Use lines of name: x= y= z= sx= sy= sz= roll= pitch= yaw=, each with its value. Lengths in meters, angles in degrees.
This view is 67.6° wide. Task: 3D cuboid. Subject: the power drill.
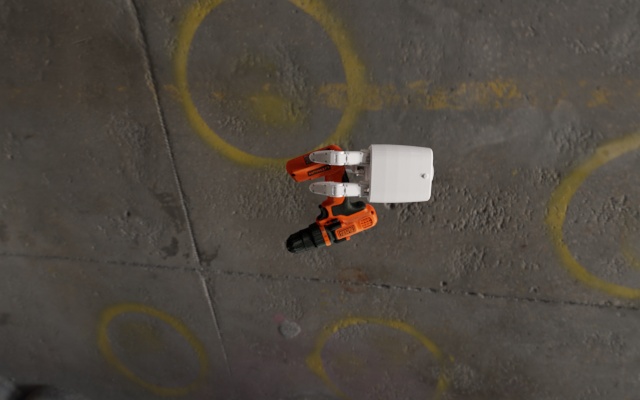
power drill: x=0.000 y=0.002 z=0.889 sx=0.184 sy=0.188 sz=0.057 roll=-22 pitch=33 yaw=-3
